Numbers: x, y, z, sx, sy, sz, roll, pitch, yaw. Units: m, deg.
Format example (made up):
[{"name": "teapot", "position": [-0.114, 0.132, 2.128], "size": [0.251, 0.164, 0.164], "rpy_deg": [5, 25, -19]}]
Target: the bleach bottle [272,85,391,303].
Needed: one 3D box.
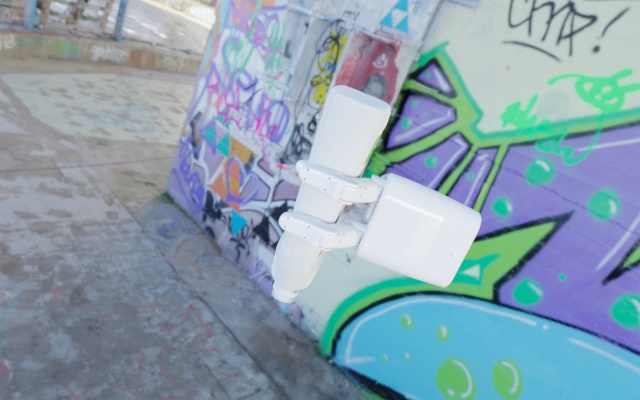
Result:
[{"name": "bleach bottle", "position": [0.000, 0.002, 0.540], "size": [0.068, 0.251, 0.102], "rpy_deg": [22, 19, 2]}]
